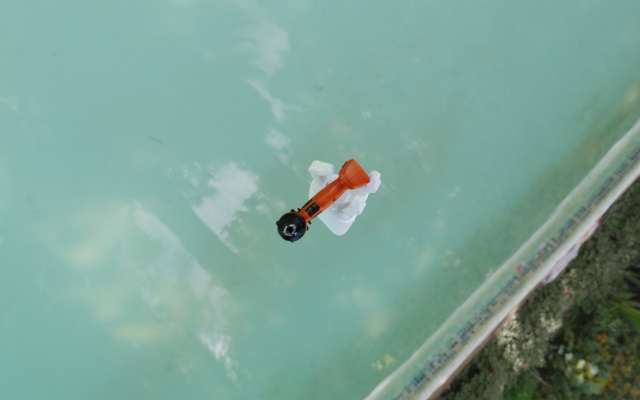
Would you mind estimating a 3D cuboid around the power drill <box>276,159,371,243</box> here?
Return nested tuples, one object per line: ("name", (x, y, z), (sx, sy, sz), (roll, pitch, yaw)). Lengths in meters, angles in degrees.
("power drill", (0.001, 0.003, 0.862), (0.187, 0.057, 0.184), (-38, 4, -1))
